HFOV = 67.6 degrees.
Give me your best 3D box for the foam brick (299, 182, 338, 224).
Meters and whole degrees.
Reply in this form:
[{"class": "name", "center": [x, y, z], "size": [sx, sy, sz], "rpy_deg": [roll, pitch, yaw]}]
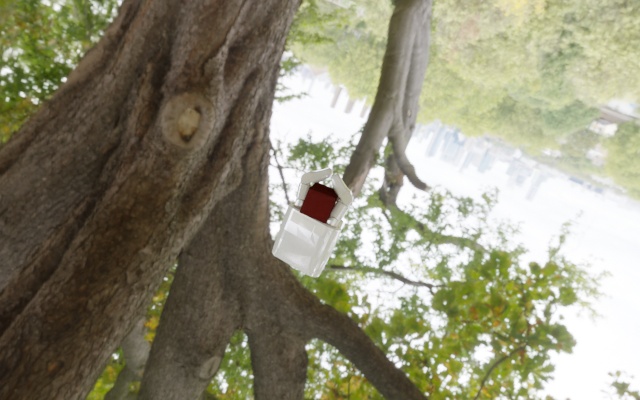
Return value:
[{"class": "foam brick", "center": [0.000, 0.003, 0.868], "size": [0.053, 0.051, 0.078], "rpy_deg": [24, 12, 3]}]
